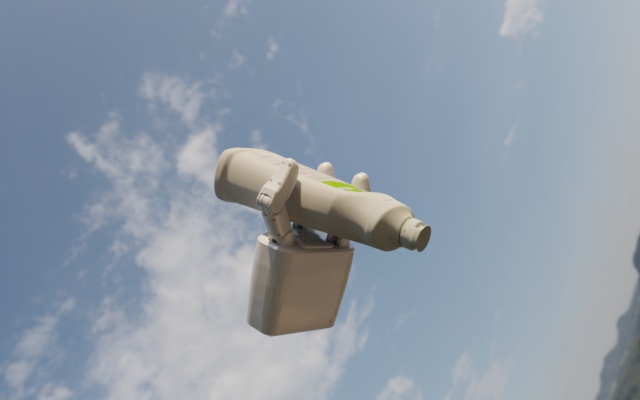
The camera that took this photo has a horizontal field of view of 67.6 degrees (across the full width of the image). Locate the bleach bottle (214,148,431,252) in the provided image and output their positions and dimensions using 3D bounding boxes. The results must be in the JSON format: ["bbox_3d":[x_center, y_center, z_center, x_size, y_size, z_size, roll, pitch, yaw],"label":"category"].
[{"bbox_3d":[0.000,0.002,0.530,0.250,0.068,0.102,21,16,36],"label":"bleach bottle"}]
